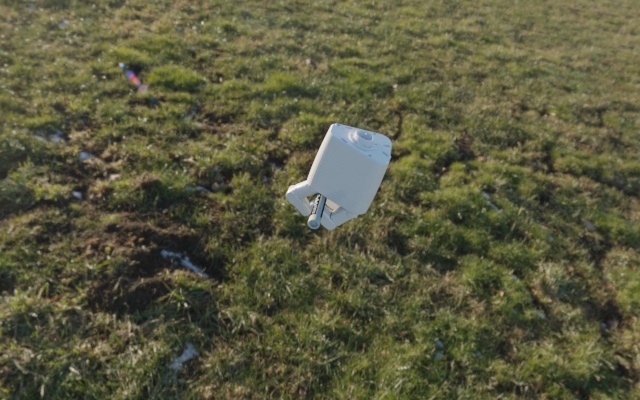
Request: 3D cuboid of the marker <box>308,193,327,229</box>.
[{"bbox_3d":[0.000,0.003,0.788,0.020,0.020,0.121,0,35,13],"label":"marker"}]
